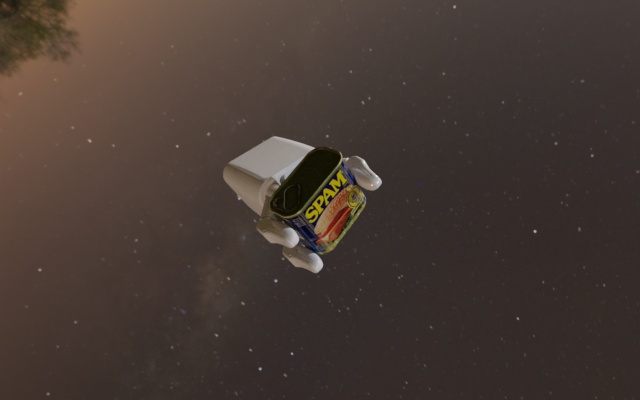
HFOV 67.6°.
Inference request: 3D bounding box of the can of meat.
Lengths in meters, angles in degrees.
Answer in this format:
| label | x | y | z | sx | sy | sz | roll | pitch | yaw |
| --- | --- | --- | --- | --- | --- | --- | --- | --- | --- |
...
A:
| label | x | y | z | sx | sy | sz | roll | pitch | yaw |
| --- | --- | --- | --- | --- | --- | --- | --- | --- | --- |
| can of meat | 0.000 | 0.002 | 0.573 | 0.057 | 0.102 | 0.084 | 22 | -23 | 45 |
